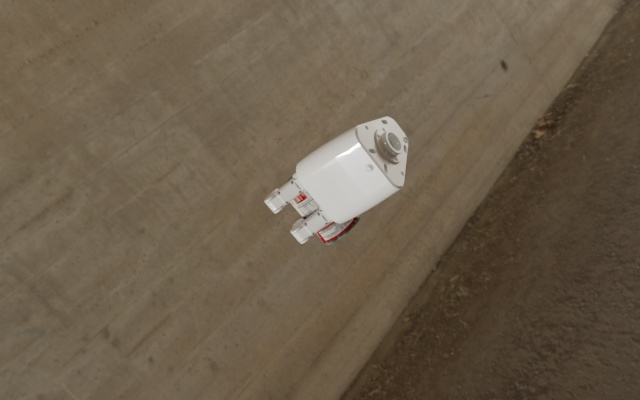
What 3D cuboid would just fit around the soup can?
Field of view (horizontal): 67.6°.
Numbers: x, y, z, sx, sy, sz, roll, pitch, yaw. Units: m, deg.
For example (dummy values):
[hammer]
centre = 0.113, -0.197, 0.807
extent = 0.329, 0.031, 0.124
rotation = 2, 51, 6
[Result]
[soup can]
centre = 0.000, 0.002, 0.672
extent = 0.068, 0.102, 0.068
rotation = -38, 11, 9
